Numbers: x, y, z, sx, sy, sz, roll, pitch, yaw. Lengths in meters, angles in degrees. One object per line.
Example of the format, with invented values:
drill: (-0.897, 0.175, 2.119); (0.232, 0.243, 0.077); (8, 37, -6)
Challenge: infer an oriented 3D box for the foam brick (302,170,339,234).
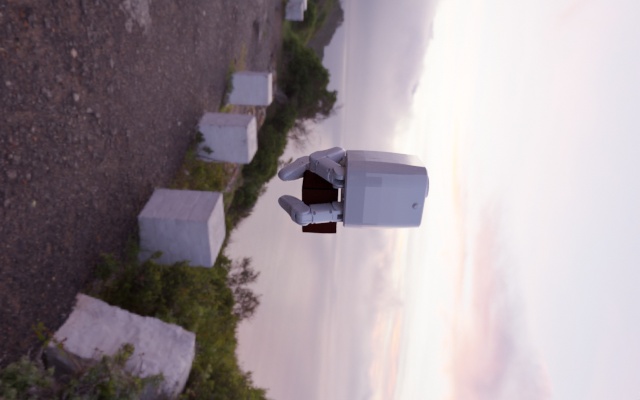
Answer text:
foam brick: (0.000, 0.002, 0.683); (0.051, 0.078, 0.053); (2, 34, 1)
